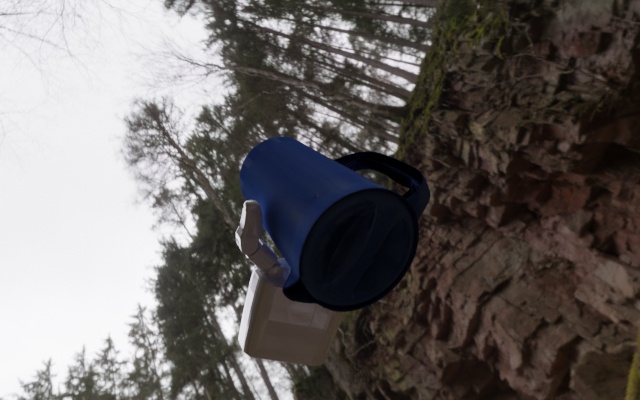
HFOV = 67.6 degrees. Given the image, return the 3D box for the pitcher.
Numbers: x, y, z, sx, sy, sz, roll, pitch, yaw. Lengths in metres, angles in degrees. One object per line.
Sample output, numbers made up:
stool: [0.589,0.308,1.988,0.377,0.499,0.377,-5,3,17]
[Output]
pitcher: [0.000,0.002,0.553,0.149,0.145,0.242,5,20,-29]
